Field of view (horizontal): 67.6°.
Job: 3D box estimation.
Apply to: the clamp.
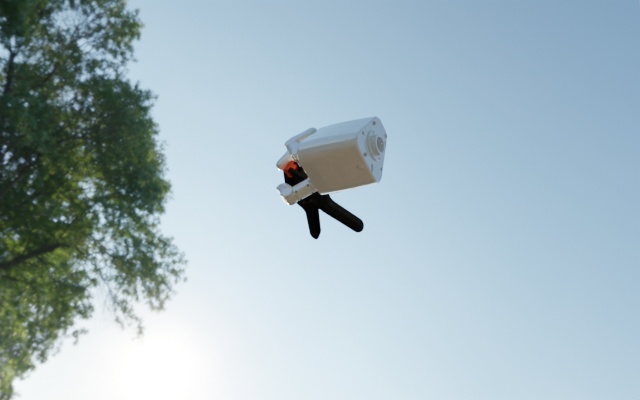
[{"bbox_3d":[0.000,0.002,0.834,0.120,0.171,0.039,-9,38,32],"label":"clamp"}]
